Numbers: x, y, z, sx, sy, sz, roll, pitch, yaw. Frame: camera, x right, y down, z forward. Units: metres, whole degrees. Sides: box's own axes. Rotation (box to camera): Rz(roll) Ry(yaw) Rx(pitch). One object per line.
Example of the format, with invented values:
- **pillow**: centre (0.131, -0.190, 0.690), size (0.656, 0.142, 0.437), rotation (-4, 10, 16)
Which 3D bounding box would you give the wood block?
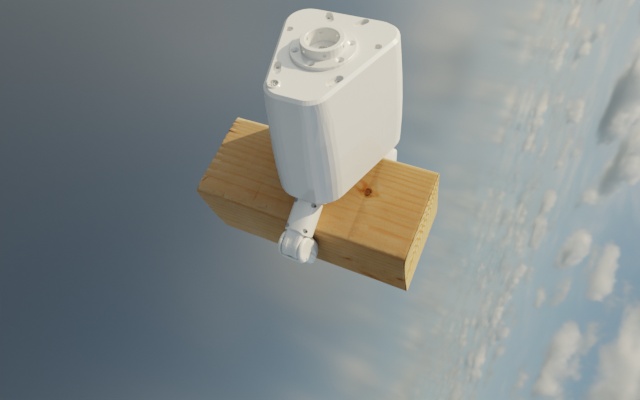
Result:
- **wood block**: centre (0.000, 0.002, 0.466), size (0.206, 0.090, 0.090), rotation (18, -21, 19)
